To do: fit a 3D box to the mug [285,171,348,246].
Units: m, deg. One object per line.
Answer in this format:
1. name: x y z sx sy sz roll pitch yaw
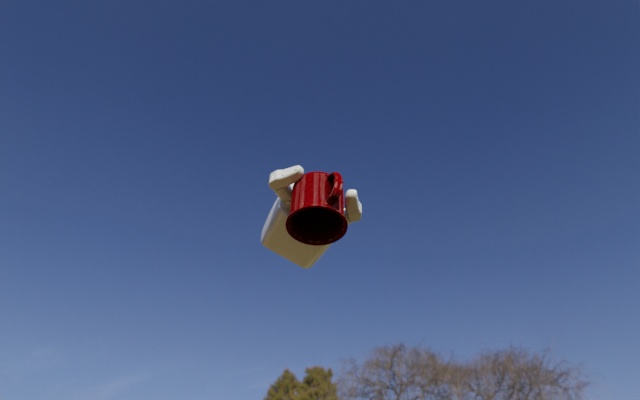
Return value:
1. mug: 0.001 0.001 0.728 0.093 0.081 0.117 18 -46 -17
